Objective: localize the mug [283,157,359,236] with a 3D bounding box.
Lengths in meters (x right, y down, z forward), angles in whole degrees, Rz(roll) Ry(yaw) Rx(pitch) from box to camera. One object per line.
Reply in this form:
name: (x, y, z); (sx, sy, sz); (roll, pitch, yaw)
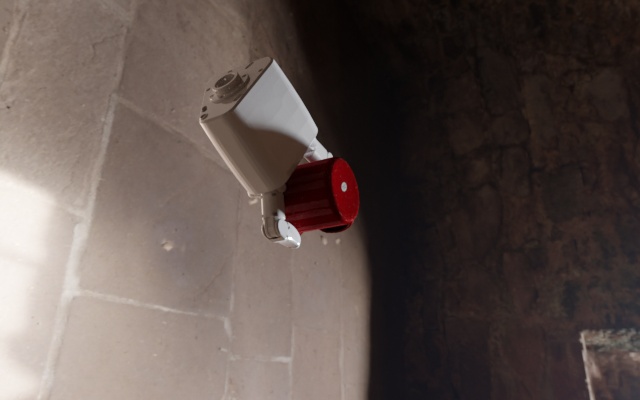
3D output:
mug: (0.001, 0.003, 0.586); (0.081, 0.093, 0.117); (-12, -47, 27)
